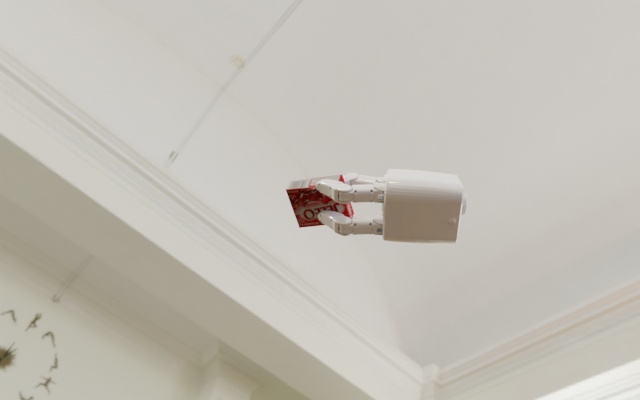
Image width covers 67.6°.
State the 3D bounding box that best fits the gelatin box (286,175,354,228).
[{"bbox_3d":[0.000,0.002,0.733,0.089,0.073,0.030,-6,33,19],"label":"gelatin box"}]
